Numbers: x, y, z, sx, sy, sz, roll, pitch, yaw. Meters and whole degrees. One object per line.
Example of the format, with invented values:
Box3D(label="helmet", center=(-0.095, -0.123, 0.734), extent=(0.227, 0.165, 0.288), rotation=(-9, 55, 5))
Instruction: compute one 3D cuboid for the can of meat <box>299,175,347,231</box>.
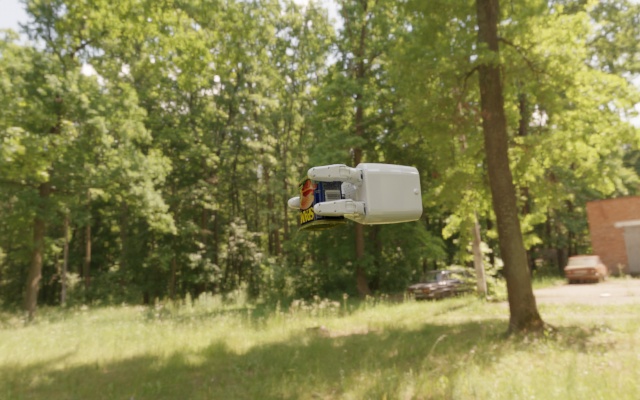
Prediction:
Box3D(label="can of meat", center=(0.000, 0.002, 0.781), extent=(0.057, 0.084, 0.102), rotation=(-1, -9, -19))
